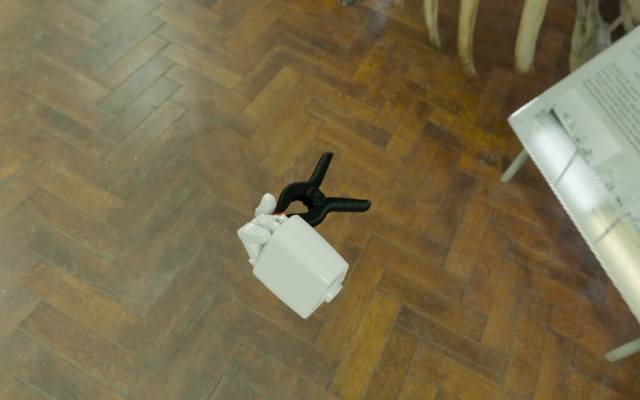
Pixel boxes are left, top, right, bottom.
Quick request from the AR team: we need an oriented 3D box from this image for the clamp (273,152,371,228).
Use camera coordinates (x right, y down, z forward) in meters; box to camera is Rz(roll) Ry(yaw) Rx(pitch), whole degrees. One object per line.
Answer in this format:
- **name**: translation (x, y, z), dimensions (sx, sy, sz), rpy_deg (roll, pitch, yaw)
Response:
- **clamp**: translation (0.000, 0.002, 0.762), dimensions (0.171, 0.120, 0.039), rpy_deg (-40, -14, -31)
